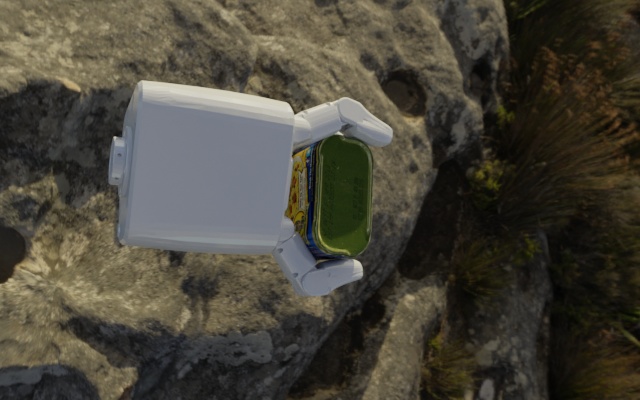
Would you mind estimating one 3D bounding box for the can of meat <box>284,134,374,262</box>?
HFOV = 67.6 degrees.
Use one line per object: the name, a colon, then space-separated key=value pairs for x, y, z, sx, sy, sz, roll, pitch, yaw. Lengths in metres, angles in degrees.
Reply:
can of meat: x=0.000 y=0.001 z=0.406 sx=0.057 sy=0.102 sz=0.084 roll=8 pitch=-13 yaw=-27
